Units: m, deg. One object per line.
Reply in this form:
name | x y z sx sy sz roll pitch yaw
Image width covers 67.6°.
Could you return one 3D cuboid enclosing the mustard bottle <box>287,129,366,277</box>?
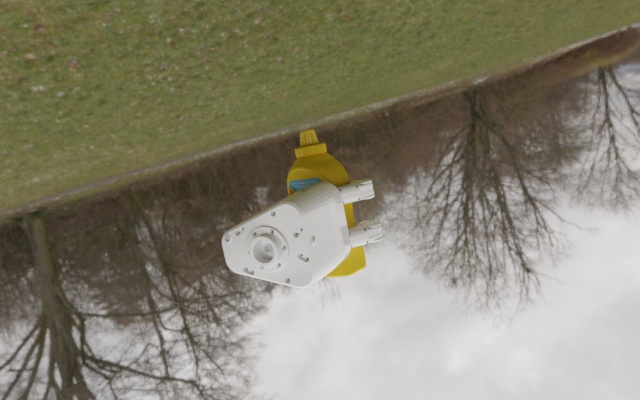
mustard bottle | 0.000 0.002 0.630 0.058 0.191 0.096 -18 10 -41
